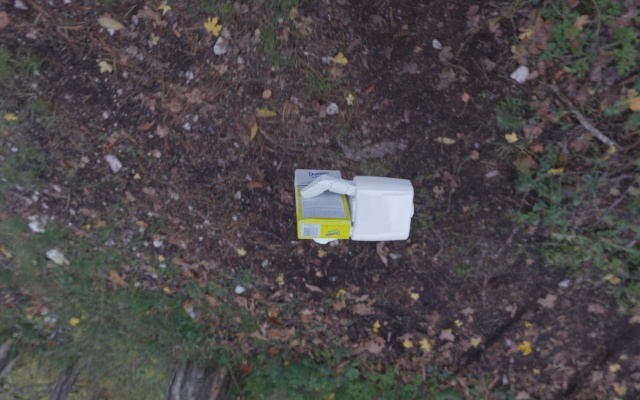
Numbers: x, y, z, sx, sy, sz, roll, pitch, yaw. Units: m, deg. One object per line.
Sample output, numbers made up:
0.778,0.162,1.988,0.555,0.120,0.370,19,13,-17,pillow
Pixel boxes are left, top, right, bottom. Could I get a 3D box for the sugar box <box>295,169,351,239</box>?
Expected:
0.000,0.003,0.897,0.093,0.048,0.176,2,31,-6,sugar box
